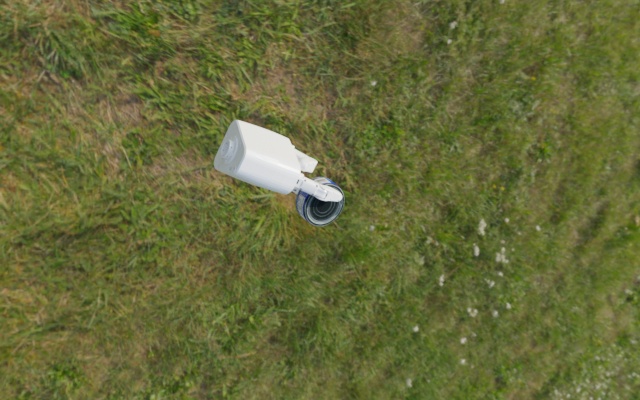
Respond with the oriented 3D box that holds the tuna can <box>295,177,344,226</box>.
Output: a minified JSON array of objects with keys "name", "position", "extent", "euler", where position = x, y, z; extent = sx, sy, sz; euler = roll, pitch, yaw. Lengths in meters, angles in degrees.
[{"name":"tuna can","position":[0.000,0.003,0.863],"extent":[0.086,0.086,0.033],"euler":[0,23,-33]}]
